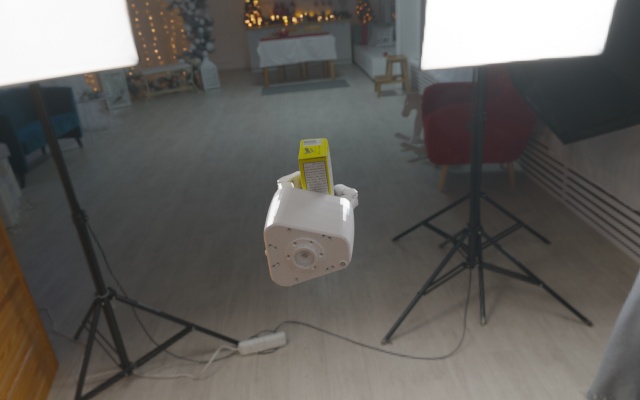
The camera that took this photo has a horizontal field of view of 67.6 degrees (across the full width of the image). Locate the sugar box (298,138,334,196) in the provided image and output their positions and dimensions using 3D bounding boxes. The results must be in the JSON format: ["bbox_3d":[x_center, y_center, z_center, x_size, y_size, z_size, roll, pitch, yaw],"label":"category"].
[{"bbox_3d":[0.000,0.002,0.724,0.048,0.176,0.093,-4,24,3],"label":"sugar box"}]
